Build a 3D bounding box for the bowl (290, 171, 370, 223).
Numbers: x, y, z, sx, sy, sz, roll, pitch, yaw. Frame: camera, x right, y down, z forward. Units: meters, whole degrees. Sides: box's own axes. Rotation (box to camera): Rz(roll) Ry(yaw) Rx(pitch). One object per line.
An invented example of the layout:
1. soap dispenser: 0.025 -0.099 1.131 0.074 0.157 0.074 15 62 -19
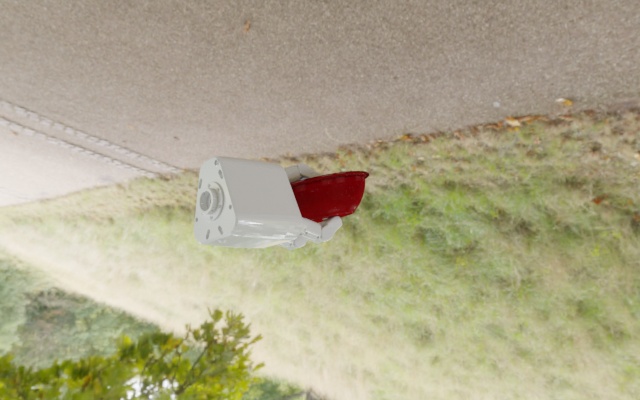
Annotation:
1. bowl: 0.001 0.003 0.720 0.162 0.055 0.162 -13 -6 -1
